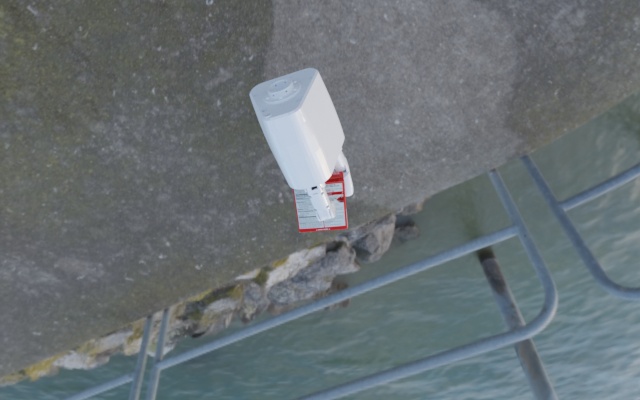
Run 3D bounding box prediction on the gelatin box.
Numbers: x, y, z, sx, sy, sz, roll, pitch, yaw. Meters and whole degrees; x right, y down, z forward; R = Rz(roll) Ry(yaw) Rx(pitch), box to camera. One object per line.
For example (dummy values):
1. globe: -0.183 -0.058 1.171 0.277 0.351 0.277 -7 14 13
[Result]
1. gelatin box: 0.000 0.003 0.692 0.073 0.089 0.030 -5 36 2
